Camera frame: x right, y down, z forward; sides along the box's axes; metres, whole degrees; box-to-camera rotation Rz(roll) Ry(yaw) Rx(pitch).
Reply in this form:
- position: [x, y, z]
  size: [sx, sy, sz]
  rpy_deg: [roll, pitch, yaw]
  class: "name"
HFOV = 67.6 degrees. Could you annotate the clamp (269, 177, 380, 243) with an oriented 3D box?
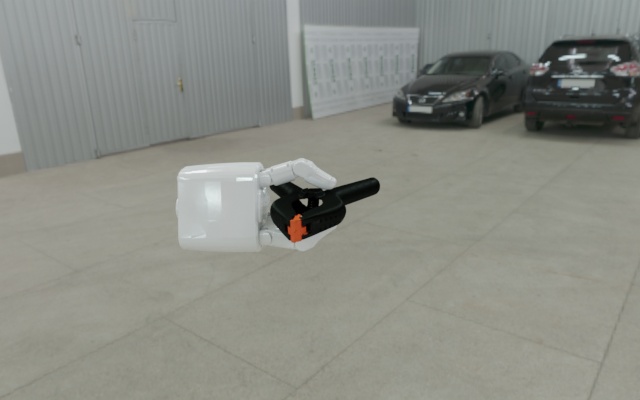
- position: [0.000, 0.001, 0.625]
  size: [0.164, 0.036, 0.210]
  rpy_deg: [-1, 18, 4]
  class: "clamp"
